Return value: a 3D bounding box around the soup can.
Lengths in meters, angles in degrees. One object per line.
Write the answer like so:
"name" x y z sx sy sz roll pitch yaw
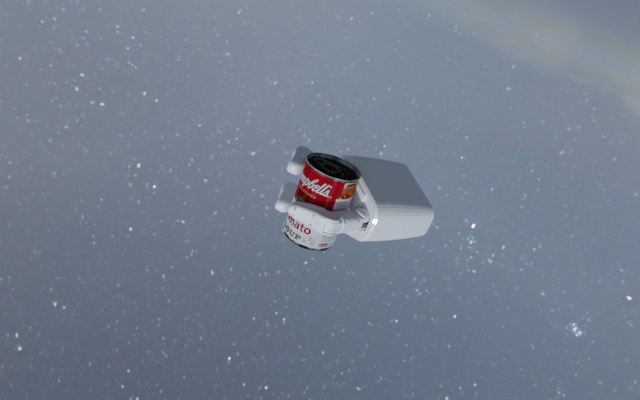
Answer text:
"soup can" 0.000 0.002 0.584 0.068 0.102 0.068 17 26 -8
